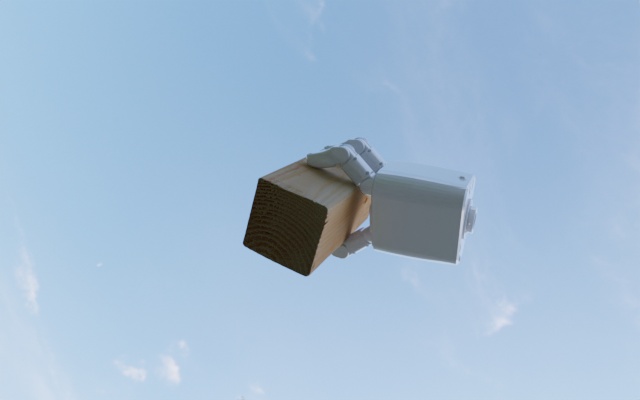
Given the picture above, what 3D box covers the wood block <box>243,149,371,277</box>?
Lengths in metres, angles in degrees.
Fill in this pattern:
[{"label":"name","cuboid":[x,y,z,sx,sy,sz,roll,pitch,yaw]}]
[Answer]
[{"label":"wood block","cuboid":[0.000,0.002,0.609,0.090,0.091,0.206,24,24,17]}]
